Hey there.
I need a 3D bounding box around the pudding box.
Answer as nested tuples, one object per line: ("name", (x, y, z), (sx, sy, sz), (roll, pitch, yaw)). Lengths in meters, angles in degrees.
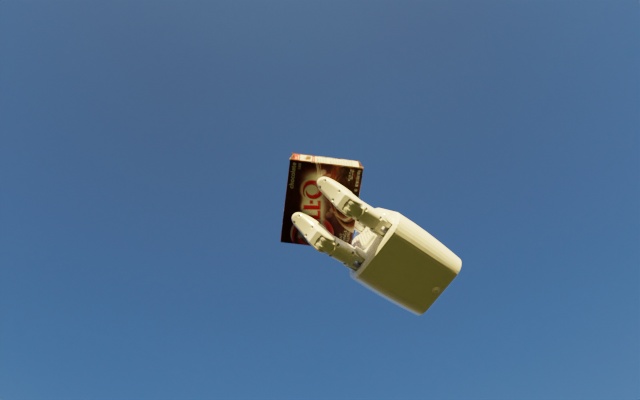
("pudding box", (0.000, 0.002, 0.598), (0.090, 0.113, 0.039), (6, 17, -4))
